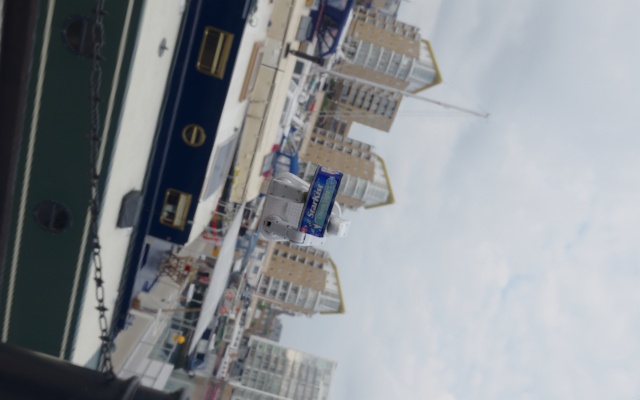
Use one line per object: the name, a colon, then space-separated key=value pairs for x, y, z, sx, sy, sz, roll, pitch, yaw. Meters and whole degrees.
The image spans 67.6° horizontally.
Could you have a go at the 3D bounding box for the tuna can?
tuna can: x=0.001 y=0.002 z=0.587 sx=0.034 sy=0.086 sz=0.086 roll=18 pitch=0 yaw=1
